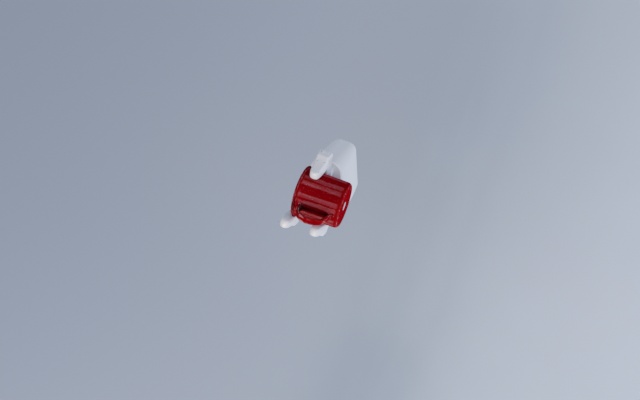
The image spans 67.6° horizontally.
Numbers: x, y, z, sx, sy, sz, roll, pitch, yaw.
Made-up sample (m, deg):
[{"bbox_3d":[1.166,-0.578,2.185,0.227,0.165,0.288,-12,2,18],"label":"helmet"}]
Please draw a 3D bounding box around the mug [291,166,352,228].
[{"bbox_3d":[0.000,0.003,0.807,0.081,0.093,0.117,19,35,11],"label":"mug"}]
